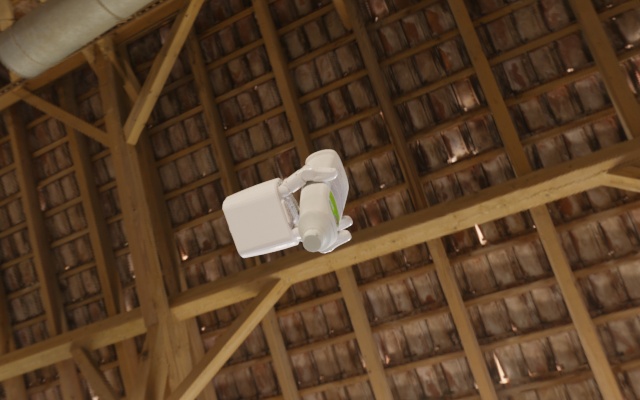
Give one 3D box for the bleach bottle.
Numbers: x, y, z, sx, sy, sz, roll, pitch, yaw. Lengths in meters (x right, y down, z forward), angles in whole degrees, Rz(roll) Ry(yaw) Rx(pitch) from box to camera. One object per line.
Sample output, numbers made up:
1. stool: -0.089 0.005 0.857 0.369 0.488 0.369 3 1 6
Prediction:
1. bleach bottle: 0.000 0.003 0.807 0.068 0.103 0.250 -17 22 15
